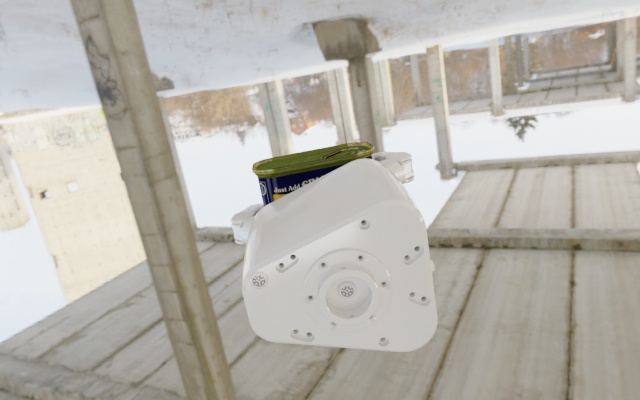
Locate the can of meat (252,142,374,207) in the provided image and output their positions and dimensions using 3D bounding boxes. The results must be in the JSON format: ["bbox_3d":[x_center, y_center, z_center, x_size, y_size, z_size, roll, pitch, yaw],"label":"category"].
[{"bbox_3d":[0.000,0.002,0.410,0.102,0.084,0.057,-11,15,-4],"label":"can of meat"}]
